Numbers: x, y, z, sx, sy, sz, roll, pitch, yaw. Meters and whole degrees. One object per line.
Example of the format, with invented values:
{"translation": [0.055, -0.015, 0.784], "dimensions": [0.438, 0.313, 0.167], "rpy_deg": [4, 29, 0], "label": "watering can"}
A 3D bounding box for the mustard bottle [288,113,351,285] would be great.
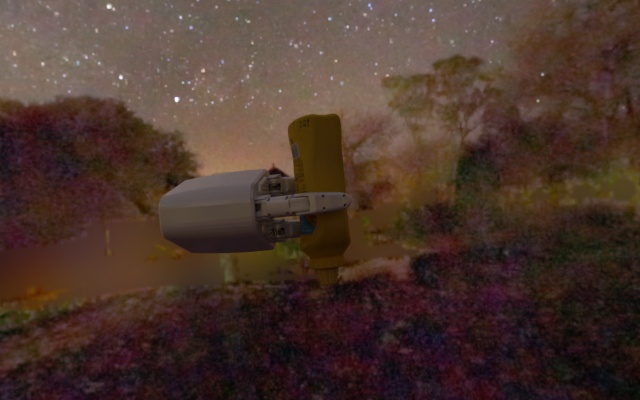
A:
{"translation": [0.000, 0.002, 0.555], "dimensions": [0.058, 0.191, 0.096], "rpy_deg": [-5, -1, -18], "label": "mustard bottle"}
